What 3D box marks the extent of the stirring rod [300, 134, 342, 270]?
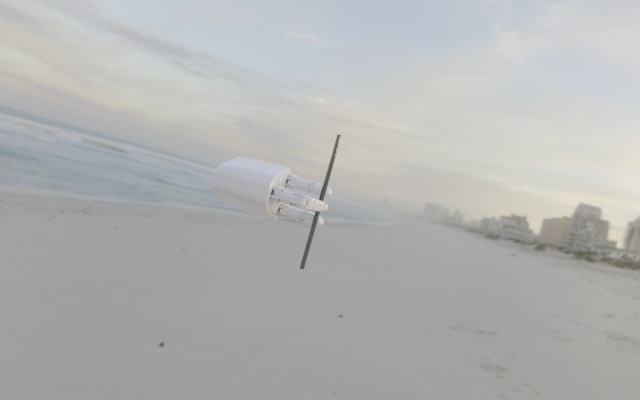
[{"bbox_3d":[0.000,0.003,0.826,0.011,0.239,0.011,16,1,0],"label":"stirring rod"}]
